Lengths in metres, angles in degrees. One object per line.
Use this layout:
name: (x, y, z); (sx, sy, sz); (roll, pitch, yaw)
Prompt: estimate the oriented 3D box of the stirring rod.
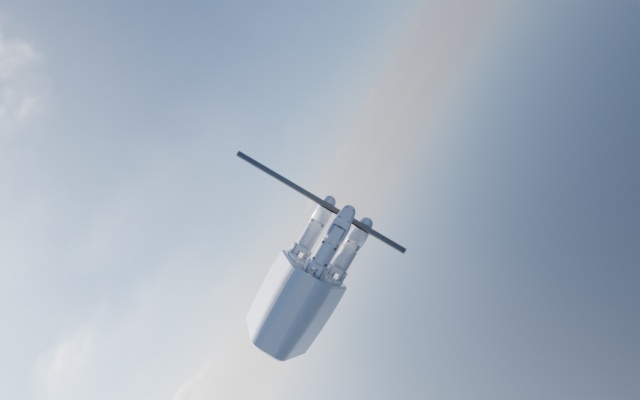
stirring rod: (0.000, 0.002, 0.592); (0.239, 0.011, 0.011); (30, 1, 3)
